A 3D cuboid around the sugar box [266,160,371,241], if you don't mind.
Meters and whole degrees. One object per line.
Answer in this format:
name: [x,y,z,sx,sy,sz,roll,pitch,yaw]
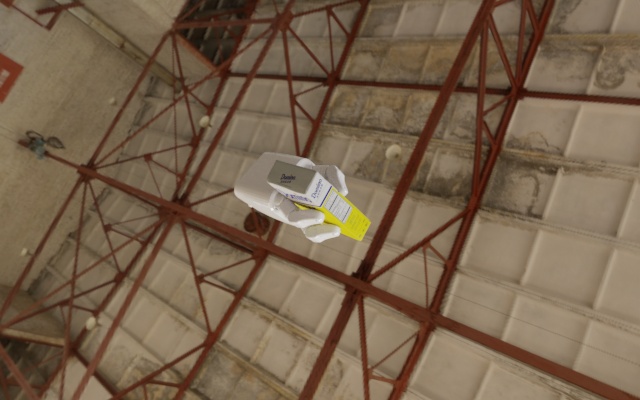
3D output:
sugar box: [0.000,0.003,0.768,0.093,0.048,0.176,18,-12,42]
